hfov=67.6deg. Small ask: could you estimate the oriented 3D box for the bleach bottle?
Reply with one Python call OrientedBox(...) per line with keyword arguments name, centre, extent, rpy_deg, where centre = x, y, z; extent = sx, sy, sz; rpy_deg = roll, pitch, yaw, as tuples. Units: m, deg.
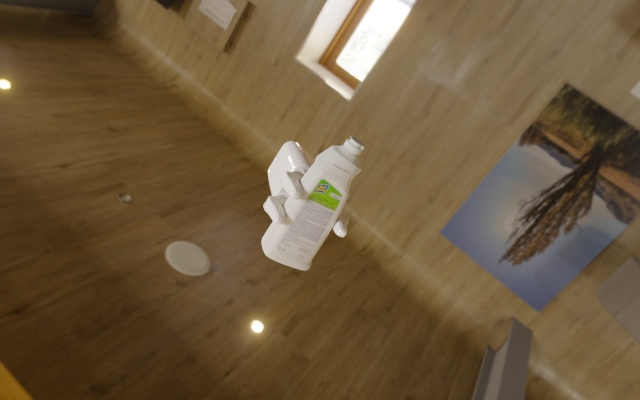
OrientedBox(name="bleach bottle", centre=(0.000, 0.003, 0.820), extent=(0.102, 0.251, 0.068), rpy_deg=(23, 24, -28))
